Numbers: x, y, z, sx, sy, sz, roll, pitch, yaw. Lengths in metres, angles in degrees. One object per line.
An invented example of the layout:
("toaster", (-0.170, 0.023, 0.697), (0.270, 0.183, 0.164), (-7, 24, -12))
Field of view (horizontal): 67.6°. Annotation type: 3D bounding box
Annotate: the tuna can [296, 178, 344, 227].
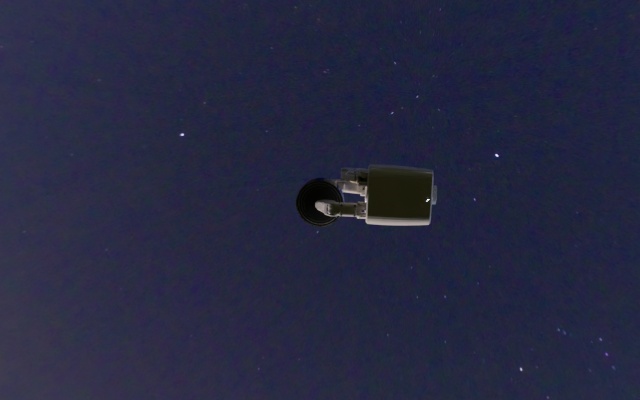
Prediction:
("tuna can", (0.000, 0.003, 0.860), (0.086, 0.086, 0.033), (0, 13, 6))
